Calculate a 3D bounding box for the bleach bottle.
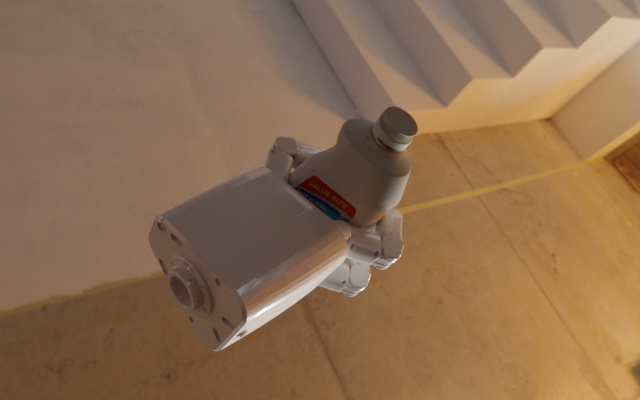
[{"bbox_3d":[0.000,0.002,0.445,0.068,0.102,0.251,-28,-15,-42],"label":"bleach bottle"}]
